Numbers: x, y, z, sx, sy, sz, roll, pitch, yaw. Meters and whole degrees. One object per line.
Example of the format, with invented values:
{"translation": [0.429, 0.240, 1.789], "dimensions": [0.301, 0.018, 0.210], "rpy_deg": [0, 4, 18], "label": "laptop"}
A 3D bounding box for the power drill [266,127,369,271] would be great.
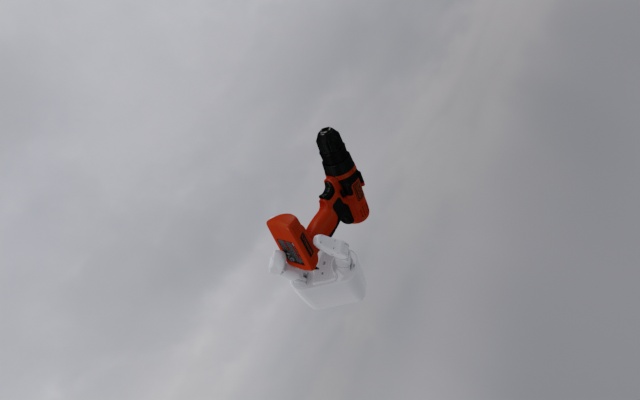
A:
{"translation": [0.000, 0.003, 0.753], "dimensions": [0.057, 0.184, 0.187], "rpy_deg": [8, 44, 42], "label": "power drill"}
